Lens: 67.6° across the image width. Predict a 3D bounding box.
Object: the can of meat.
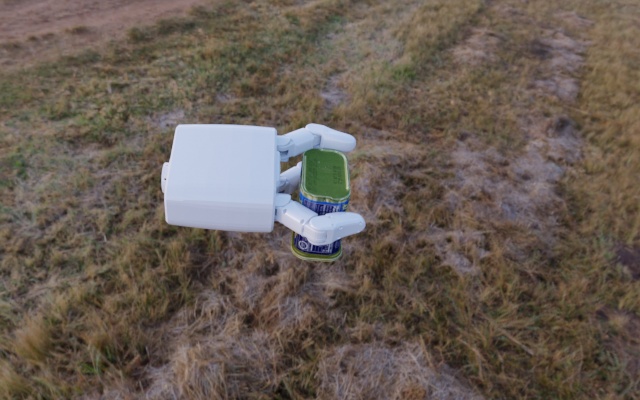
[{"bbox_3d":[0.000,0.002,0.528,0.057,0.084,0.102,5,37,-5],"label":"can of meat"}]
